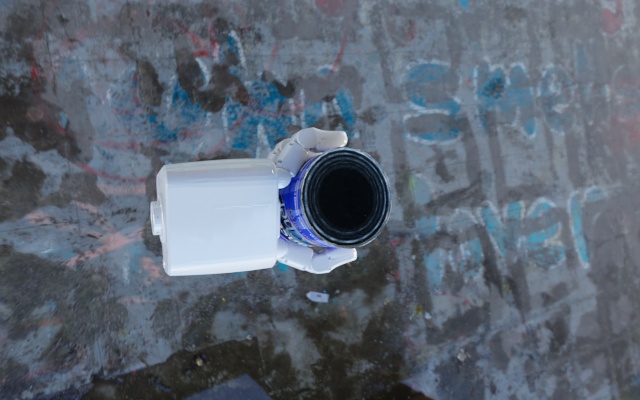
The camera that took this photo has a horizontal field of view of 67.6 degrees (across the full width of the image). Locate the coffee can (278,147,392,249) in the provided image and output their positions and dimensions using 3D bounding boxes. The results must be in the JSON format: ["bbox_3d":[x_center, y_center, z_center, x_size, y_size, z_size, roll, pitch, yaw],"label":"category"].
[{"bbox_3d":[0.000,0.002,0.538,0.103,0.103,0.140,0,-4,-23],"label":"coffee can"}]
